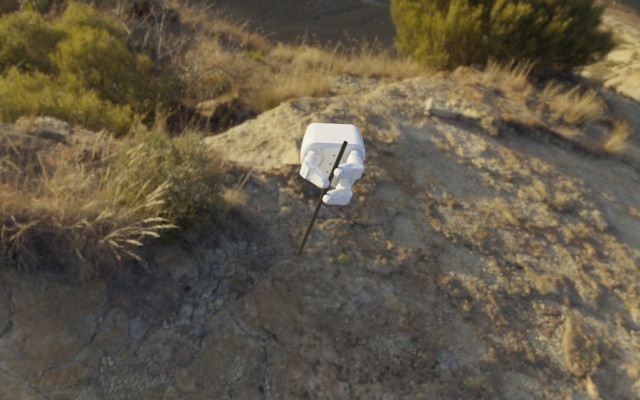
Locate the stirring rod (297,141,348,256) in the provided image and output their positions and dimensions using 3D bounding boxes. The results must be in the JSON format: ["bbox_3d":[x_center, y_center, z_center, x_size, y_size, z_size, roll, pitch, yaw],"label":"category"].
[{"bbox_3d":[0.000,0.003,0.823,0.011,0.240,0.011,17,30,-10],"label":"stirring rod"}]
